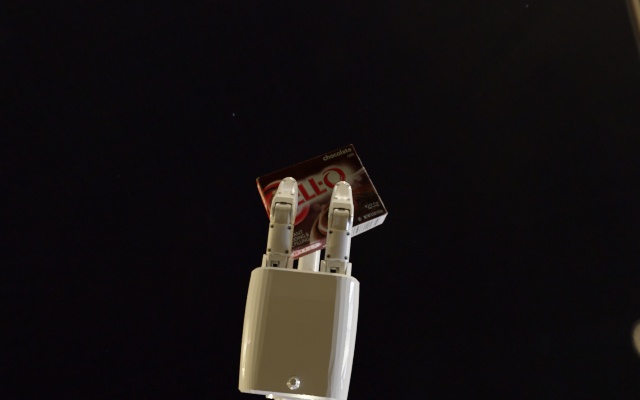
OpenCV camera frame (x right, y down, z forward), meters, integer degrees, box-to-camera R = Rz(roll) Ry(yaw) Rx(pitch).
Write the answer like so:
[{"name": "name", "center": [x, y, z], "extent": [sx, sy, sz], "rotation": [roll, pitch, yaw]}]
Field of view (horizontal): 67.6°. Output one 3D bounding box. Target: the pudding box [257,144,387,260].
[{"name": "pudding box", "center": [0.000, 0.002, 0.504], "extent": [0.113, 0.090, 0.039], "rotation": [-20, -22, -11]}]
